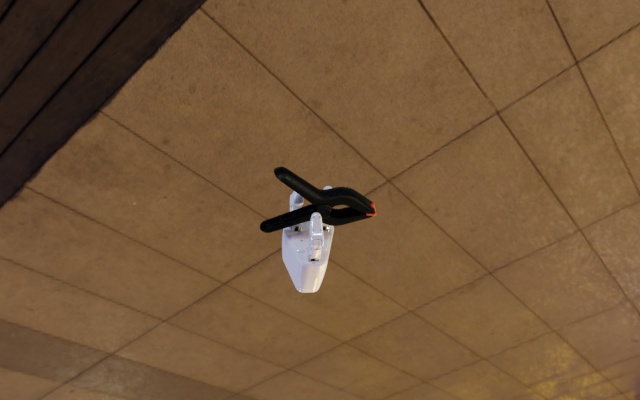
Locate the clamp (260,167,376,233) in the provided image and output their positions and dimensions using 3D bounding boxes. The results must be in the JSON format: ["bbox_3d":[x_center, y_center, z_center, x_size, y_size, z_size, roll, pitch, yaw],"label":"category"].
[{"bbox_3d":[0.001,0.004,0.850,0.210,0.036,0.165,0,-39,-9],"label":"clamp"}]
